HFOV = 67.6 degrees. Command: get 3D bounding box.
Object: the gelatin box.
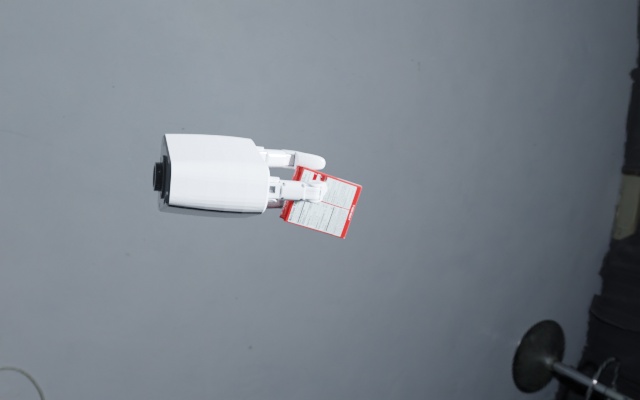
[{"bbox_3d":[0.001,0.002,0.618,0.089,0.073,0.030,17,2,-21],"label":"gelatin box"}]
